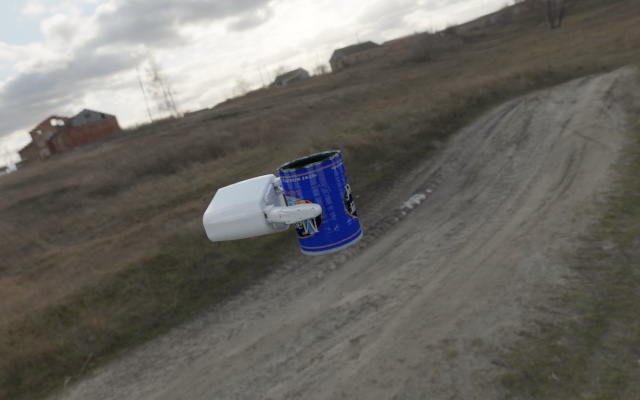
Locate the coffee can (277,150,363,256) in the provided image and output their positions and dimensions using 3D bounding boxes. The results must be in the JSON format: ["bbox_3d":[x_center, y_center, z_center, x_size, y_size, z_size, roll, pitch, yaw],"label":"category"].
[{"bbox_3d":[0.000,0.003,0.752,0.103,0.140,0.102,-15,13,4],"label":"coffee can"}]
